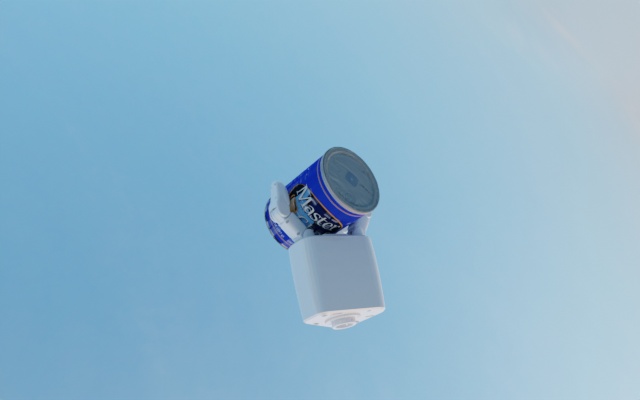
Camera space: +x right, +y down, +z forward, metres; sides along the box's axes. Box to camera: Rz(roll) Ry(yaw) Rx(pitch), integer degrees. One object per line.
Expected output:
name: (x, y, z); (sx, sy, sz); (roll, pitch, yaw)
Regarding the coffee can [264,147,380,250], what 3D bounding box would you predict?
coffee can: (0.000, 0.002, 0.689); (0.103, 0.102, 0.140); (0, -27, -44)
